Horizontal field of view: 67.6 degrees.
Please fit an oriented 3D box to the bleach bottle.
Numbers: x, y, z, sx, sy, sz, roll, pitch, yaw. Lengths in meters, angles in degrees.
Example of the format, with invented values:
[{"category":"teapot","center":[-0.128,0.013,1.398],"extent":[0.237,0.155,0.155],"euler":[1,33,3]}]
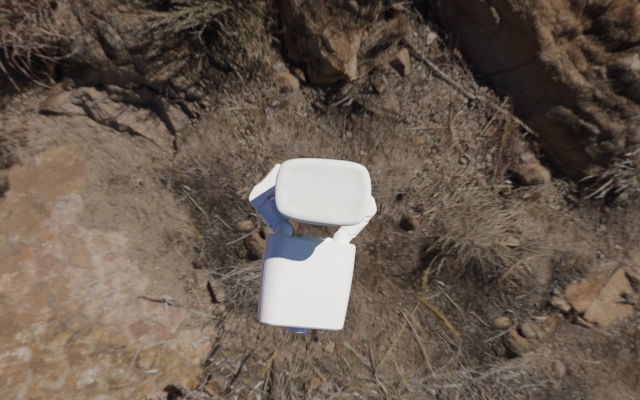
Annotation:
[{"category":"bleach bottle","center":[0.000,0.002,0.606],"extent":[0.102,0.068,0.251],"euler":[6,-6,1]}]
